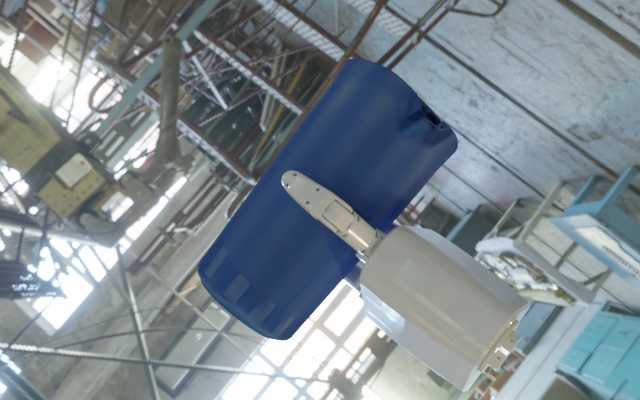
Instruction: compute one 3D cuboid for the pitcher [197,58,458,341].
[{"bbox_3d":[0.000,0.002,0.450,0.145,0.243,0.149,37,-6,27],"label":"pitcher"}]
